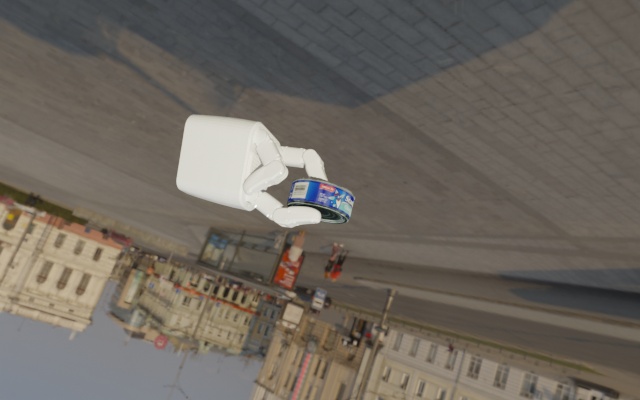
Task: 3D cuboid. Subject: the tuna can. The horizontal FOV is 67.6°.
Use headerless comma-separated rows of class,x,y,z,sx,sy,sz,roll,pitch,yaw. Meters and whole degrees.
tuna can,0.000,0.003,0.625,0.086,0.033,0.086,13,-15,4
